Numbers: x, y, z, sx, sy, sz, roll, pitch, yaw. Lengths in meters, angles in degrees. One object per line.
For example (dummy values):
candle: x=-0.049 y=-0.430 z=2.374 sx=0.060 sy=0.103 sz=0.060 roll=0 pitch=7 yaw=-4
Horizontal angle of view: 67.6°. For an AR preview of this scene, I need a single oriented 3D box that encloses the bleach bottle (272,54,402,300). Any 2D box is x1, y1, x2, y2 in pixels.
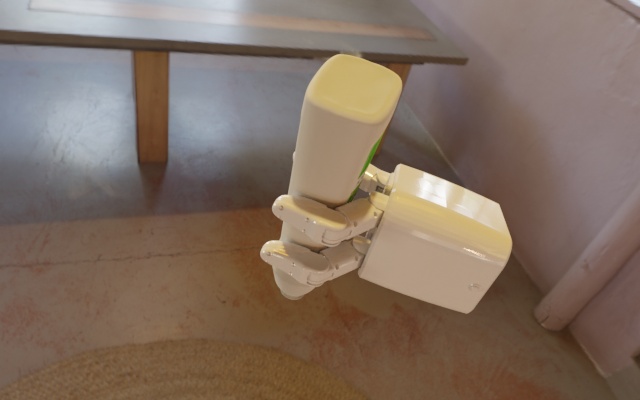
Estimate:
bleach bottle: x=0.000 y=0.001 z=0.447 sx=0.068 sy=0.251 sz=0.102 roll=22 pitch=41 yaw=6
